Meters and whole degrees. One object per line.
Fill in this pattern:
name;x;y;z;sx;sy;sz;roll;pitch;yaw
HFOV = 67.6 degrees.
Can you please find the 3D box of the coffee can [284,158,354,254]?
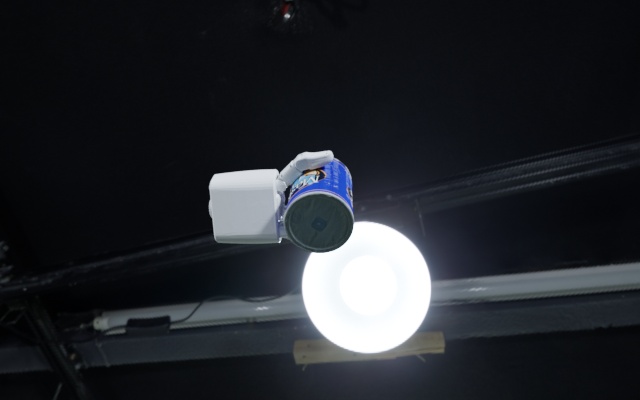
coffee can;0.000;0.002;0.753;0.103;0.103;0.140;0;28;2
